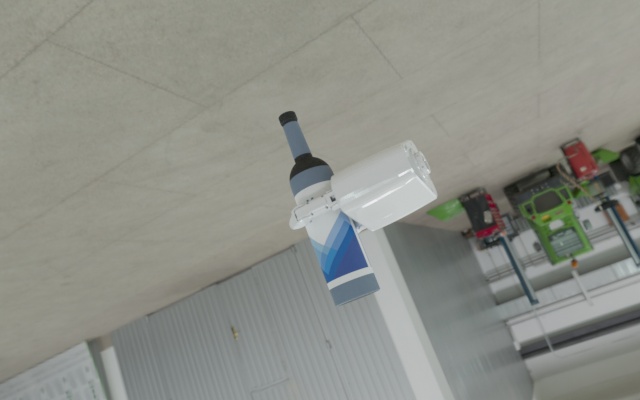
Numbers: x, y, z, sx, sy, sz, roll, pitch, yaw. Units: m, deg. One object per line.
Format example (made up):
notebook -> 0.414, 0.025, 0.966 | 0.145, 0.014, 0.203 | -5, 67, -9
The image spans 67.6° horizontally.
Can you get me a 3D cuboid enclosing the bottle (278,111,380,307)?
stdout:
bottle -> 0.000, 0.003, 0.695 | 0.069, 0.295, 0.069 | -20, -14, -5
